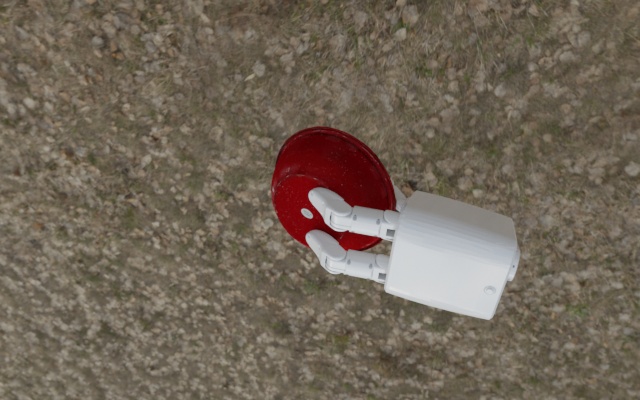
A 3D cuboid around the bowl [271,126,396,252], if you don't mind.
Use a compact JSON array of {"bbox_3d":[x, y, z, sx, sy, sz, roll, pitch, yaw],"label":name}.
[{"bbox_3d":[-0.001,0.002,0.539,0.162,0.162,0.055,0,26,35],"label":"bowl"}]
